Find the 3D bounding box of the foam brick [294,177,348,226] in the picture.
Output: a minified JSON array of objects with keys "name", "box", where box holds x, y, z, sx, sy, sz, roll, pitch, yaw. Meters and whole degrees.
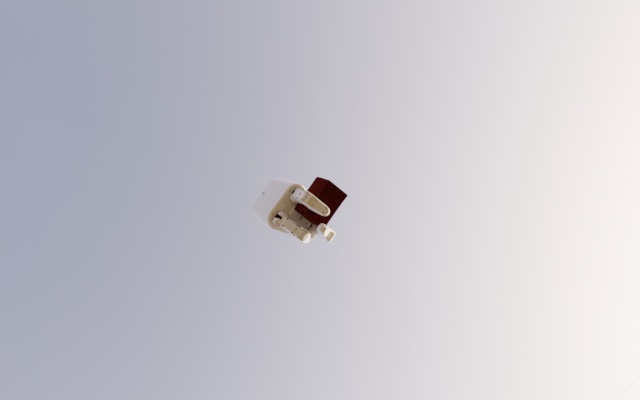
[{"name":"foam brick","box":[0.000,0.003,0.884,0.053,0.078,0.051,40,-9,-27]}]
